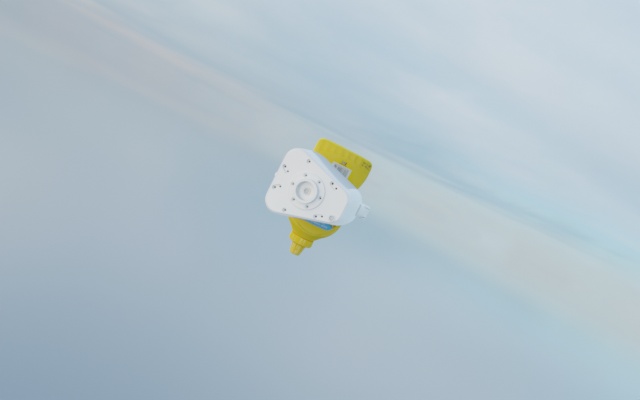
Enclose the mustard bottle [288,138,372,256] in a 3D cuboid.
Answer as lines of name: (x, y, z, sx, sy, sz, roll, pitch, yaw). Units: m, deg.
mustard bottle: (0.000, 0.002, 0.778, 0.096, 0.191, 0.058, 26, 5, -12)
